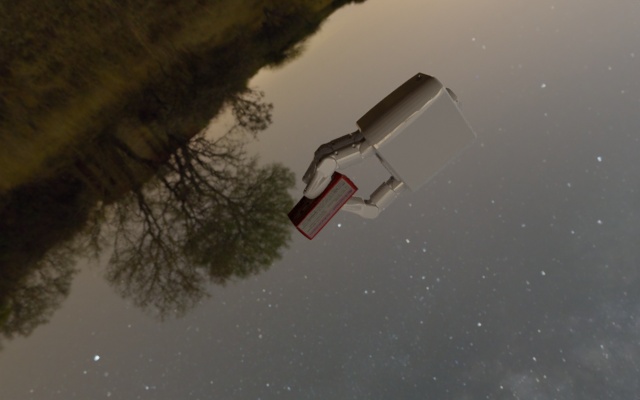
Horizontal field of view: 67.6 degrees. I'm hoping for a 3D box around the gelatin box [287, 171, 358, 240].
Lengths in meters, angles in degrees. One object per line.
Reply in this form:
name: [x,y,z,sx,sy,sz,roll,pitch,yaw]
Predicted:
gelatin box: [0.000,0.003,0.612,0.030,0.089,0.073,42,-1,-16]
